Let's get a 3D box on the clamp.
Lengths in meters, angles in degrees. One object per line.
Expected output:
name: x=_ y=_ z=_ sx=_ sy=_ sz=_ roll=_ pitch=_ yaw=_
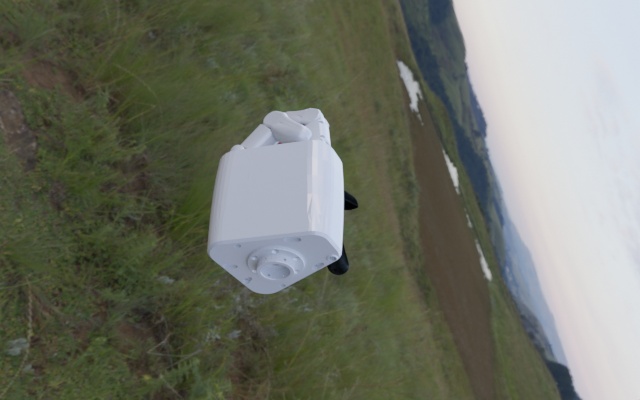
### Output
clamp: x=0.001 y=0.001 z=0.540 sx=0.039 sy=0.120 sz=0.172 roll=-18 pitch=-44 yaw=21
